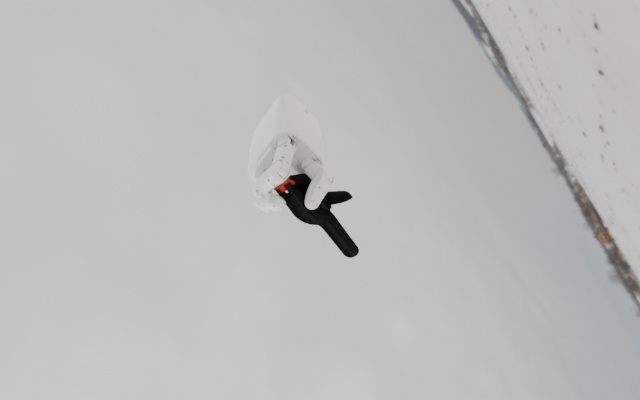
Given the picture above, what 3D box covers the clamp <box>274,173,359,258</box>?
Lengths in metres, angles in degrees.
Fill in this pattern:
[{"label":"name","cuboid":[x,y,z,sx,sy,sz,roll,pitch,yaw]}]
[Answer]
[{"label":"clamp","cuboid":[0.000,0.003,0.728,0.039,0.120,0.171,-31,-52,25]}]
